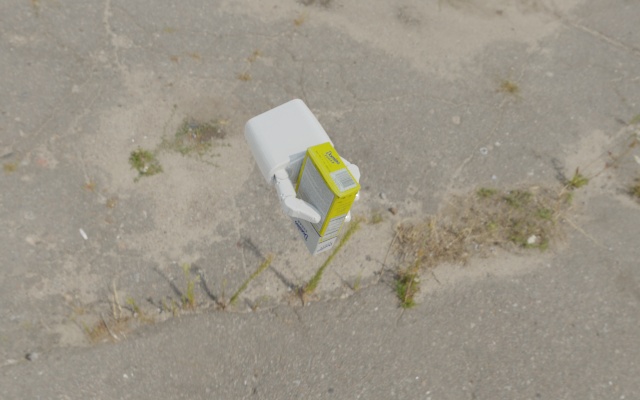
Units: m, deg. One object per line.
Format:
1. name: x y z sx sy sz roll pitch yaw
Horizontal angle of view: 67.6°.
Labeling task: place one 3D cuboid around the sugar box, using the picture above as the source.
1. sugar box: 0.001 0.002 0.744 0.048 0.093 0.176 -20 -26 -24
